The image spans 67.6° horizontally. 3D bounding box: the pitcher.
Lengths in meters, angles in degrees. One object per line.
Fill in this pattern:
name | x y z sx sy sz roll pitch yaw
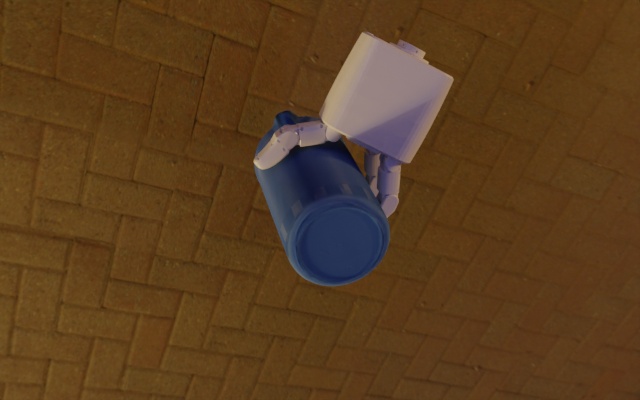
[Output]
pitcher | 0.000 0.002 0.582 0.149 0.145 0.242 21 19 -21
